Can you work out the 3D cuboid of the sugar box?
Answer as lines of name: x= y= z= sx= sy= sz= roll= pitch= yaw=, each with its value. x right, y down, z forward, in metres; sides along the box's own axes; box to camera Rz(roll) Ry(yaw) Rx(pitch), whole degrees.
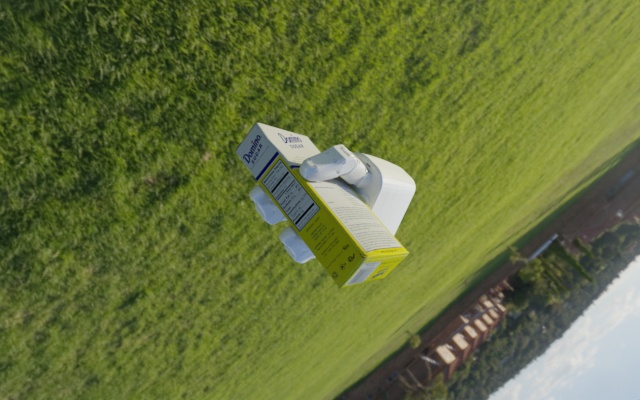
sugar box: x=0.000 y=0.002 z=0.470 sx=0.176 sy=0.048 sz=0.093 roll=48 pitch=22 yaw=25
